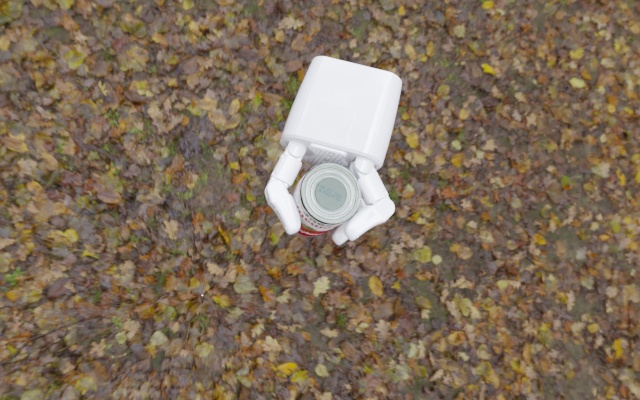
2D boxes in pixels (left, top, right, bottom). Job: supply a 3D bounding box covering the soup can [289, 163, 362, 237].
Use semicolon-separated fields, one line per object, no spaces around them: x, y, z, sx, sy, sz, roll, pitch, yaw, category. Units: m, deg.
0.000;0.002;0.539;0.068;0.068;0.102;0;-11;-14;soup can
